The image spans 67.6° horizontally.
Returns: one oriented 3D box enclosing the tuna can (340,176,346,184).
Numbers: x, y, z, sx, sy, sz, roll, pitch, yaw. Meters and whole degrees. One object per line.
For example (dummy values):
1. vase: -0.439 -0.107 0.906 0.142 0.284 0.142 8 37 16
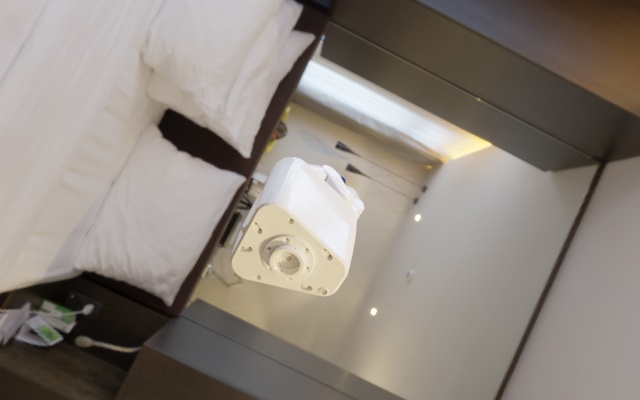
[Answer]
1. tuna can: 0.001 0.002 0.621 0.034 0.086 0.086 24 -4 -8
